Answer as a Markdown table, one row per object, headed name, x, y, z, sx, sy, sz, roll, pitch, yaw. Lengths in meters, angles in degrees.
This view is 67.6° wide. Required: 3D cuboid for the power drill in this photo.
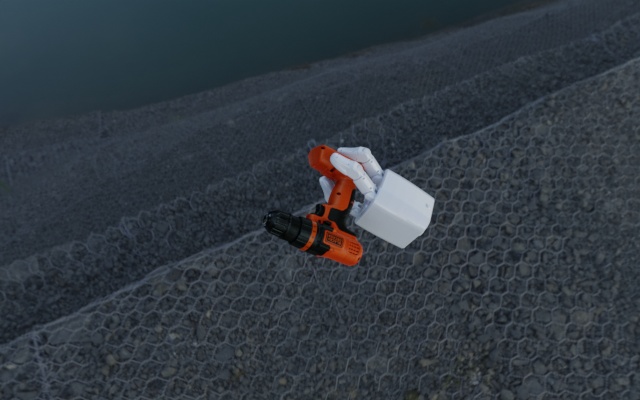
| name | x | y | z | sx | sy | sz | roll | pitch | yaw |
| --- | --- | --- | --- | --- | --- | --- | --- | --- | --- |
| power drill | 0.000 | 0.002 | 0.821 | 0.184 | 0.187 | 0.057 | 25 | -27 | -26 |
